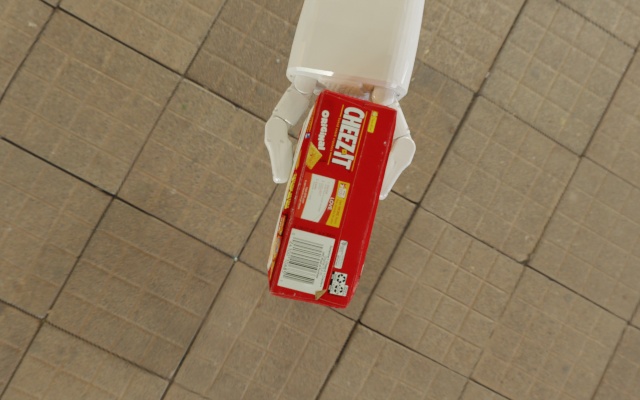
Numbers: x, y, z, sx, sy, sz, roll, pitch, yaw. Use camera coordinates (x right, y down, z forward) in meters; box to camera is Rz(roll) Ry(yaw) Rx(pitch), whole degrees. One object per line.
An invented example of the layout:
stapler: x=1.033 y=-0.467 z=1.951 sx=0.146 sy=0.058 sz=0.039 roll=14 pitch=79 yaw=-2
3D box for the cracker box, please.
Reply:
cracker box: x=0.000 y=0.001 z=0.468 sx=0.072 sy=0.164 sz=0.213 roll=14 pitch=-3 yaw=-6
